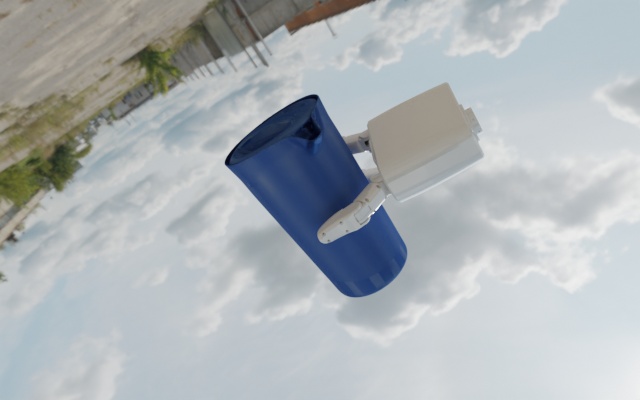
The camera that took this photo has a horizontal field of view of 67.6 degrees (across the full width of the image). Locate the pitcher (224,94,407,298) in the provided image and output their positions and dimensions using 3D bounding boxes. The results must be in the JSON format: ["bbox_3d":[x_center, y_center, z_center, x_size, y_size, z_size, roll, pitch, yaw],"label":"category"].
[{"bbox_3d":[0.000,0.002,0.599,0.145,0.243,0.149,-28,23,18],"label":"pitcher"}]
